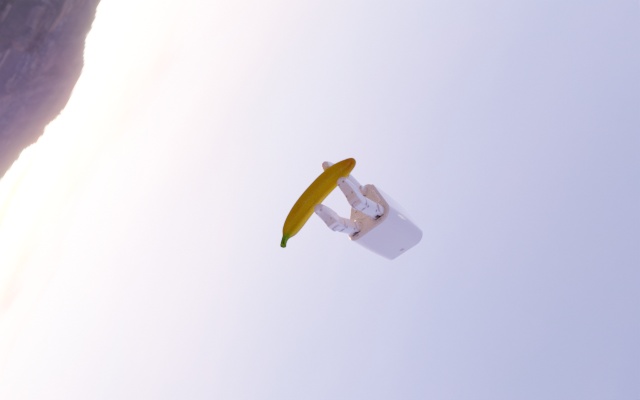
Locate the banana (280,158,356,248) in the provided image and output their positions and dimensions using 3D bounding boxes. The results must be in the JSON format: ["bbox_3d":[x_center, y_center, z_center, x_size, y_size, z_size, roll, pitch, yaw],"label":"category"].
[{"bbox_3d":[-0.008,-0.002,0.845,0.037,0.198,0.069,34,8,-30],"label":"banana"}]
